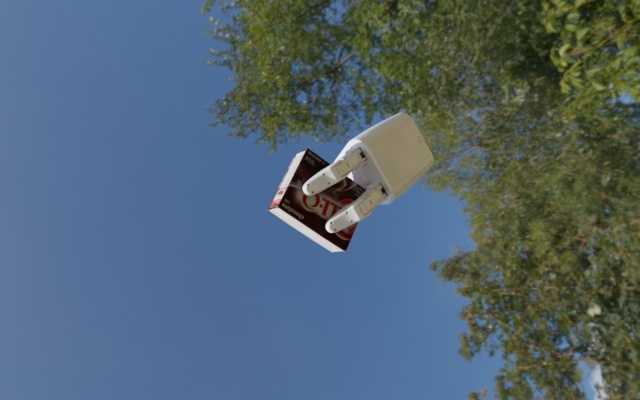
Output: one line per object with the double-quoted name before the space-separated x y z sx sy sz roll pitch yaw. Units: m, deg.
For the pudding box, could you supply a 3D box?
"pudding box" 0.000 0.002 0.614 0.113 0.090 0.039 33 -25 -20
